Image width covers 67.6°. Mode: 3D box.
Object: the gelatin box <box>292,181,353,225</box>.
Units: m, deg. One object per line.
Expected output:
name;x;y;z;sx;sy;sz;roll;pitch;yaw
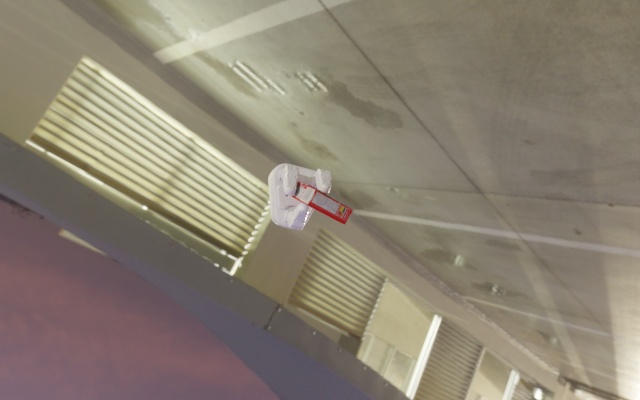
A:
gelatin box;0.000;0.003;0.763;0.073;0.030;0.089;29;-1;-24
